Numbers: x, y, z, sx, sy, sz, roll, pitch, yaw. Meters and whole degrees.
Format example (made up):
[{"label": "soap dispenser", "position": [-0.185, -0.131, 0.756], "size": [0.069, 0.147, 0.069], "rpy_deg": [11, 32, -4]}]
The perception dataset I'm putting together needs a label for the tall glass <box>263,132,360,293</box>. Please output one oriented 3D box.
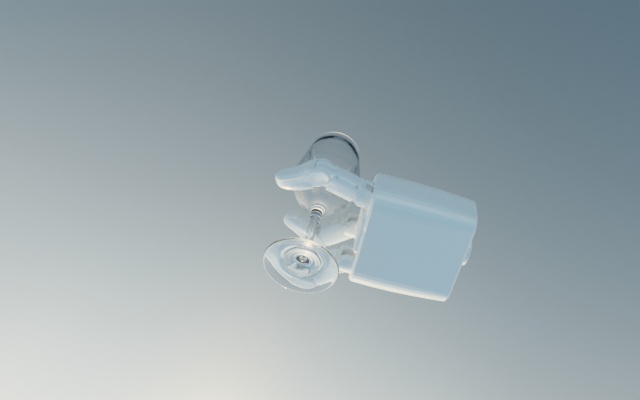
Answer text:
[{"label": "tall glass", "position": [0.000, 0.002, 0.527], "size": [0.079, 0.079, 0.201], "rpy_deg": [0, 39, 14]}]
